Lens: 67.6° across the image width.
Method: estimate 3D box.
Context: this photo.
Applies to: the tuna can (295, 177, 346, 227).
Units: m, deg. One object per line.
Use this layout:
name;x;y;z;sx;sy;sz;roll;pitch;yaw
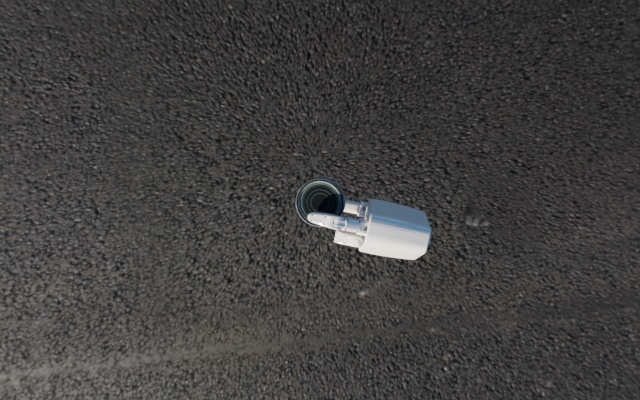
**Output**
tuna can;0.000;0.003;0.822;0.086;0.086;0.034;0;4;4
